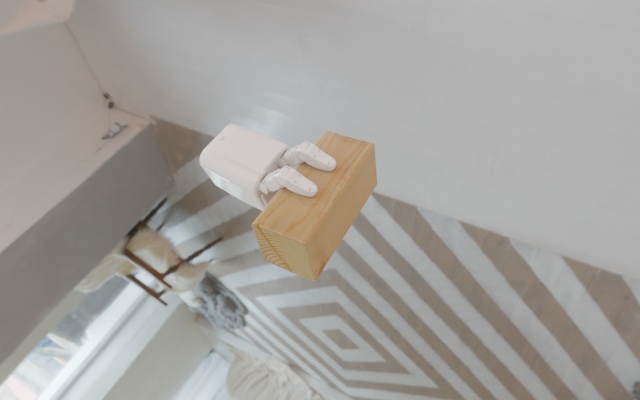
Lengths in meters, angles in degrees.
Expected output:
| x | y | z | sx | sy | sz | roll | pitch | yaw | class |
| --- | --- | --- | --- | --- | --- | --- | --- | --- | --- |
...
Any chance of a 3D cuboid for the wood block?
| x | y | z | sx | sy | sz | roll | pitch | yaw | class |
| --- | --- | --- | --- | --- | --- | --- | --- | --- | --- |
| 0.000 | 0.002 | 0.708 | 0.090 | 0.206 | 0.091 | 19 | -36 | 24 | wood block |
